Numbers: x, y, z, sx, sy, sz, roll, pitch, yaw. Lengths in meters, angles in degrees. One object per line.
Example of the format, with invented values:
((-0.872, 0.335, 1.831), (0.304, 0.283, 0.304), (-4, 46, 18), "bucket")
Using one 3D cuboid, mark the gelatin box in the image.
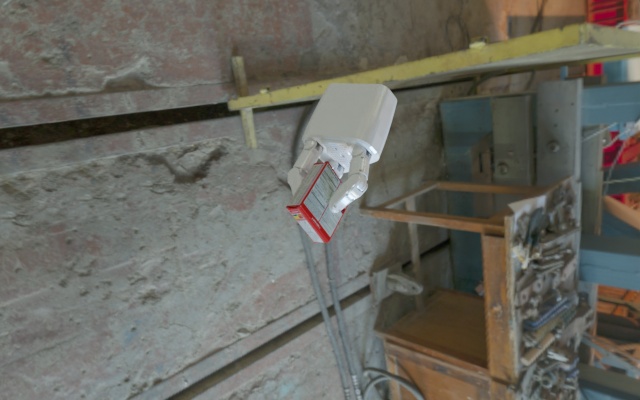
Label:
((0.000, 0.002, 0.655), (0.030, 0.089, 0.073), (-6, -48, 40), "gelatin box")
